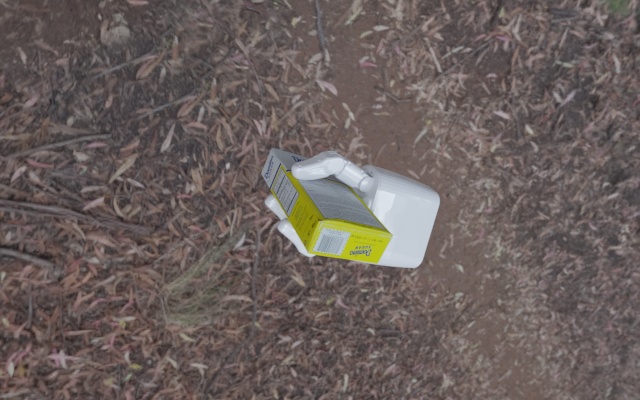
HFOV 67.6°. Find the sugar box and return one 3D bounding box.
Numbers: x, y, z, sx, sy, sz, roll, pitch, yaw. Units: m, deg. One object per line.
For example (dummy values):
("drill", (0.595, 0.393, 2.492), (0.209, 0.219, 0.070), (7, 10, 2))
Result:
("sugar box", (0.000, 0.002, 0.559), (0.093, 0.048, 0.176), (13, 21, -30))
